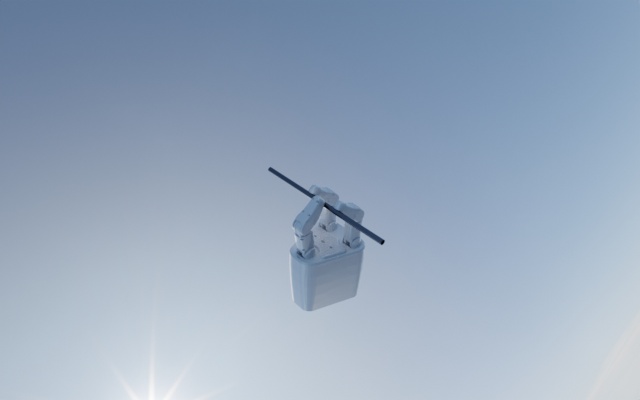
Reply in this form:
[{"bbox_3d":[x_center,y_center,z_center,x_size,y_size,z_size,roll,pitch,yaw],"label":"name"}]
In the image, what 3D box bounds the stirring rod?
[{"bbox_3d":[0.000,0.002,0.690,0.239,0.011,0.011,33,21,37],"label":"stirring rod"}]
